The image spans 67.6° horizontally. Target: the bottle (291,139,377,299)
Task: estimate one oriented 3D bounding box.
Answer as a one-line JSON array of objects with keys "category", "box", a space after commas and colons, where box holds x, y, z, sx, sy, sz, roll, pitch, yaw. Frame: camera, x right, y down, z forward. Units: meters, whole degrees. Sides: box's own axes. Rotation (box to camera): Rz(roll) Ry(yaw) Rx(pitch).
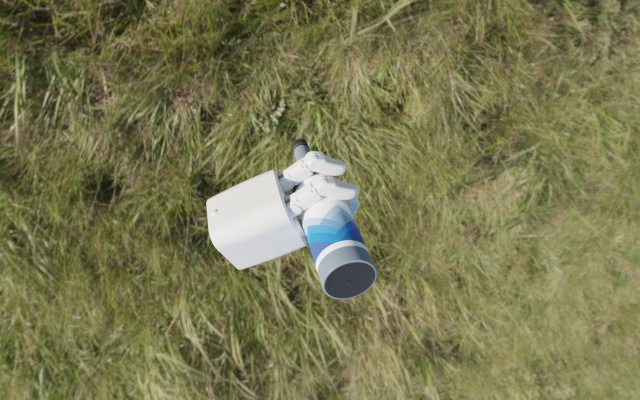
[{"category": "bottle", "box": [0.000, 0.002, 0.665, 0.069, 0.069, 0.295, 0, 38, -17]}]
